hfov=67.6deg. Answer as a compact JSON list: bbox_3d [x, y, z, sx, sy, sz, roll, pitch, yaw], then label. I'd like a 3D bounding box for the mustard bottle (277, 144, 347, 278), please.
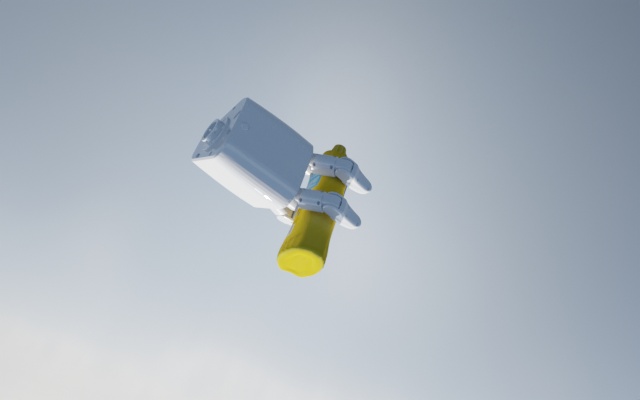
[{"bbox_3d":[0.000,0.002,0.639,0.058,0.191,0.096,23,-30,-7],"label":"mustard bottle"}]
